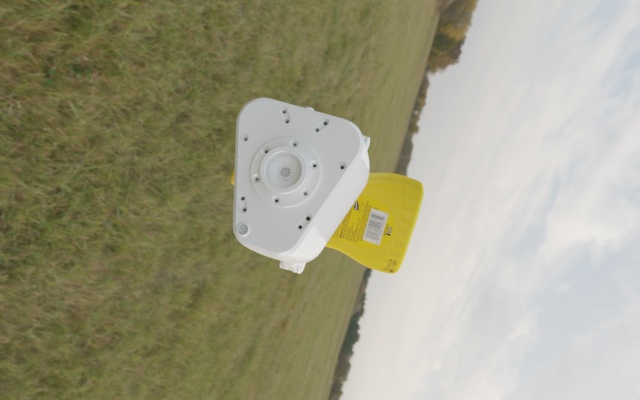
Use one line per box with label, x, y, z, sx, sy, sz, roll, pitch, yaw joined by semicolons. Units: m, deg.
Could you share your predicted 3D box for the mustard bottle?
mustard bottle;0.000;0.002;0.485;0.191;0.096;0.058;17;18;7
